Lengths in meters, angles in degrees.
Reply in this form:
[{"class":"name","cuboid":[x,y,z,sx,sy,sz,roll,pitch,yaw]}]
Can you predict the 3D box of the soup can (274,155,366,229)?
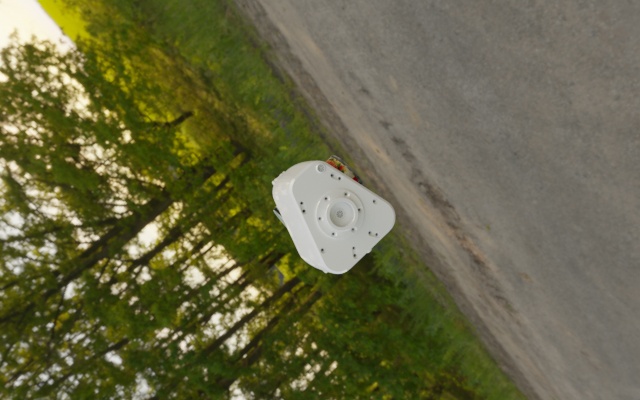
[{"class":"soup can","cuboid":[0.000,0.002,0.601,0.102,0.068,0.068,-43,8,-9]}]
